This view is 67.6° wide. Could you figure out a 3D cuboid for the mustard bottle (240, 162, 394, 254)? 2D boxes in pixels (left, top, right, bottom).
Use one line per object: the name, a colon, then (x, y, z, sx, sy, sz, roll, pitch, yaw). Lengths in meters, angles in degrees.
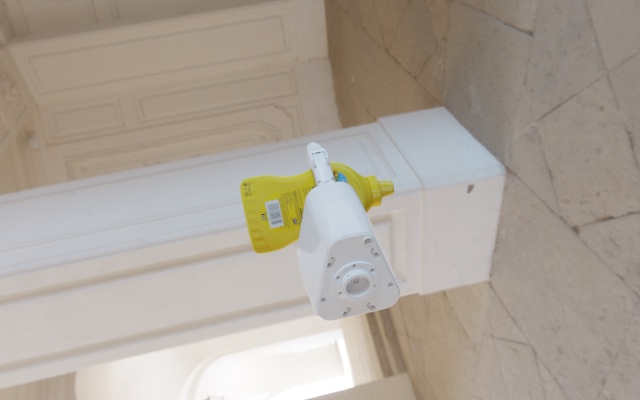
mustard bottle: (0.000, 0.002, 0.608, 0.191, 0.096, 0.058, -12, 5, -6)
